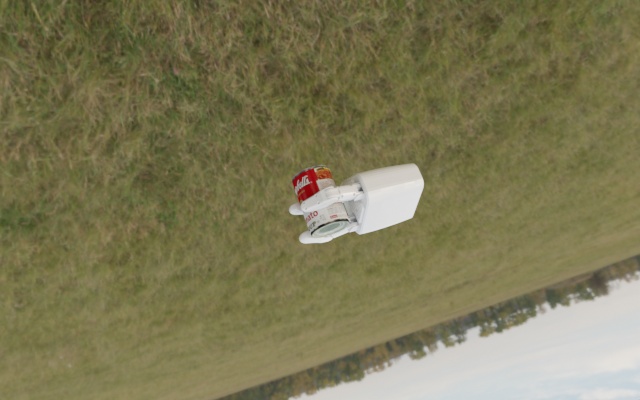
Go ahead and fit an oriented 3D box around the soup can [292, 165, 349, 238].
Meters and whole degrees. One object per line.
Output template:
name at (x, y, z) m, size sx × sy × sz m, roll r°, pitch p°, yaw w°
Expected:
soup can at (0.000, 0.003, 0.784) m, size 0.068 × 0.102 × 0.068 m, roll -18°, pitch -20°, yaw -7°
